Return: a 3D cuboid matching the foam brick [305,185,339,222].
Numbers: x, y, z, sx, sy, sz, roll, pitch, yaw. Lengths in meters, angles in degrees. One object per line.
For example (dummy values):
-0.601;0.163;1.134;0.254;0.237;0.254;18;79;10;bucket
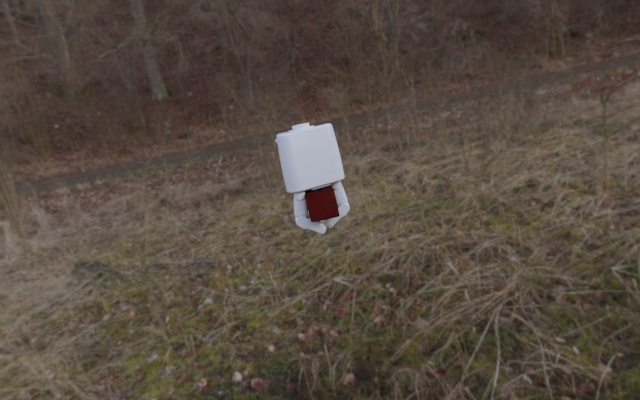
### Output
0.000;0.003;0.875;0.053;0.051;0.078;-13;11;-4;foam brick
